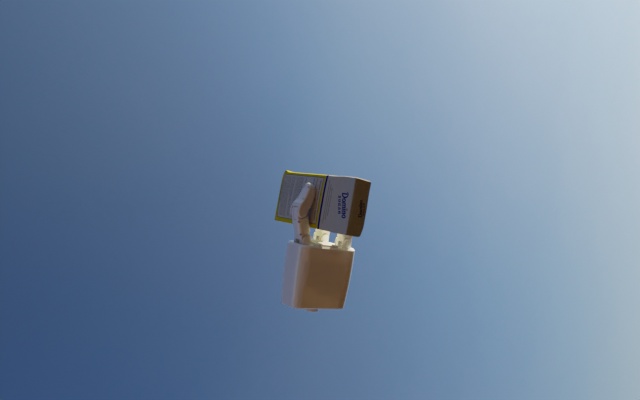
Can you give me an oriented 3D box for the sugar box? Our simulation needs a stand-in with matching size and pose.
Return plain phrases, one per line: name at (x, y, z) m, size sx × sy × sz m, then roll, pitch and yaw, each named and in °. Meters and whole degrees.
sugar box at (0.000, 0.003, 0.806) m, size 0.176 × 0.093 × 0.048 m, roll 10°, pitch -2°, yaw 43°
